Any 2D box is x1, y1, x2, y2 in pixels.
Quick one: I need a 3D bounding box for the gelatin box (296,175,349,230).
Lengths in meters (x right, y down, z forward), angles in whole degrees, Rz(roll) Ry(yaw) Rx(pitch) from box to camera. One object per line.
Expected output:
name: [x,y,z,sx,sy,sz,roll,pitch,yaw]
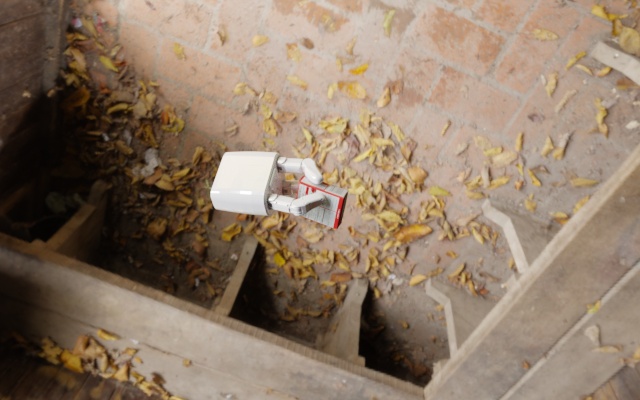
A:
gelatin box: [0.000,0.003,0.855,0.089,0.073,0.030,20,37,13]
